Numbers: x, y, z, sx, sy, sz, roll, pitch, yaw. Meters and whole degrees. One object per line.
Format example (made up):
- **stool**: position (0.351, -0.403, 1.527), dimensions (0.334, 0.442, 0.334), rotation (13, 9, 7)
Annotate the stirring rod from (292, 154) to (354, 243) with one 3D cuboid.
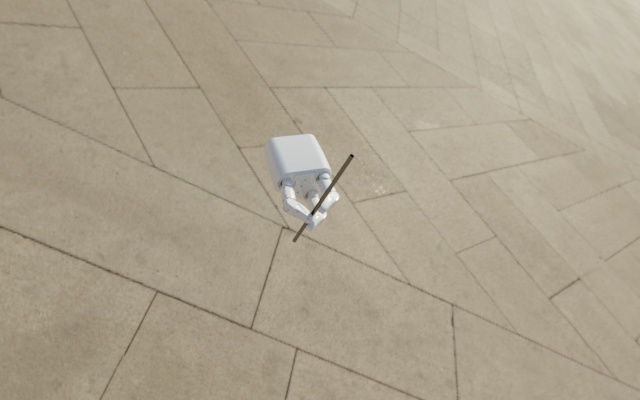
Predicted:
- **stirring rod**: position (0.000, 0.003, 0.863), dimensions (0.011, 0.011, 0.240), rotation (0, -40, -34)
